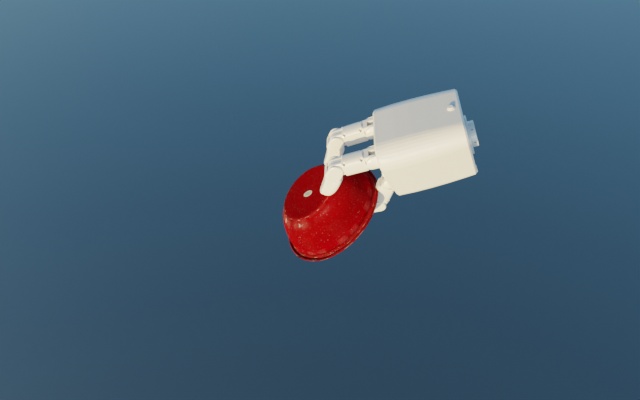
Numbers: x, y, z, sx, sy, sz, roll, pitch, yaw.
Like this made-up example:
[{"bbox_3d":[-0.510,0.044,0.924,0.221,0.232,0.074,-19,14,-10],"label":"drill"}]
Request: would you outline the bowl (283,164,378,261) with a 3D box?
[{"bbox_3d":[-0.001,0.003,0.676,0.162,0.162,0.055,0,-32,47],"label":"bowl"}]
